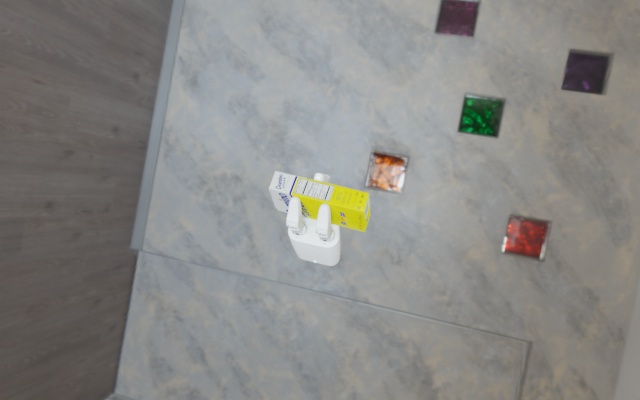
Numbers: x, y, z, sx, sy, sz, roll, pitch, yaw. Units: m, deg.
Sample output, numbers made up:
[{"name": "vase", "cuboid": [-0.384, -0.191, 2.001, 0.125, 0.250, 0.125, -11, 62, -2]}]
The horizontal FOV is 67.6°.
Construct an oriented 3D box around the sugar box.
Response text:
[{"name": "sugar box", "cuboid": [0.000, 0.003, 0.864, 0.176, 0.048, 0.093, 11, -25, 12]}]
